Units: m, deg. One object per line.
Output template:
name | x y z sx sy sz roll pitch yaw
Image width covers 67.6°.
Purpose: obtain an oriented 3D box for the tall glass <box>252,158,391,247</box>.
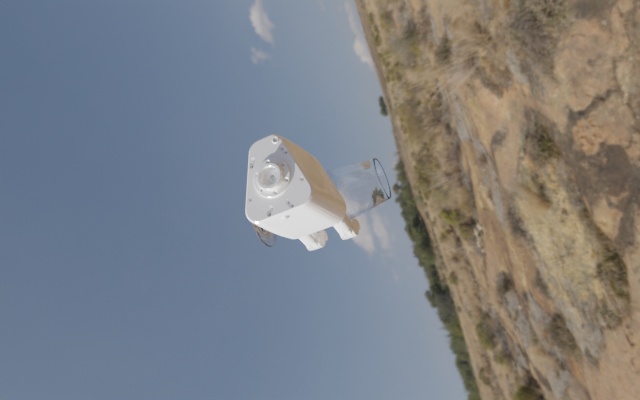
tall glass | 0.000 0.003 0.707 0.201 0.079 0.079 -21 -7 17
